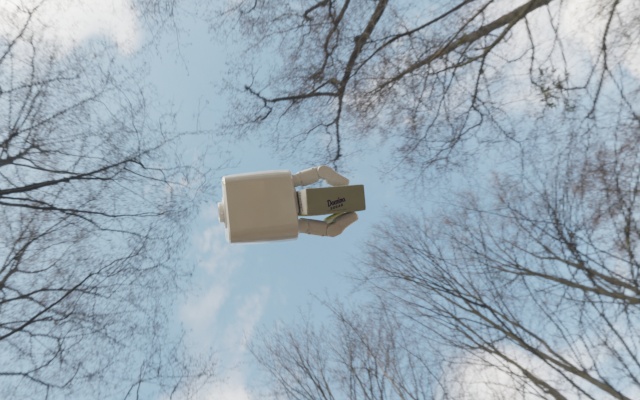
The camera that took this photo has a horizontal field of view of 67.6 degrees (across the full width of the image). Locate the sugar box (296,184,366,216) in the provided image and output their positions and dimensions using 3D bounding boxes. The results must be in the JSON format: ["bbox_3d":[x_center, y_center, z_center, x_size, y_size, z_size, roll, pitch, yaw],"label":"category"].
[{"bbox_3d":[0.000,0.003,0.780,0.093,0.048,0.176,-5,1,-15],"label":"sugar box"}]
